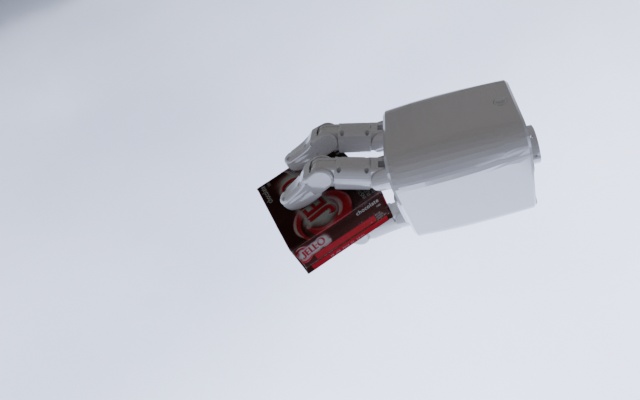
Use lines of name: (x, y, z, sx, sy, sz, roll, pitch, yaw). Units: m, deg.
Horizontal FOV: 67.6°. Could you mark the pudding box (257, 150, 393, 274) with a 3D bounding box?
pudding box: (0.000, 0.002, 0.437, 0.090, 0.039, 0.113, -33, 35, -3)
